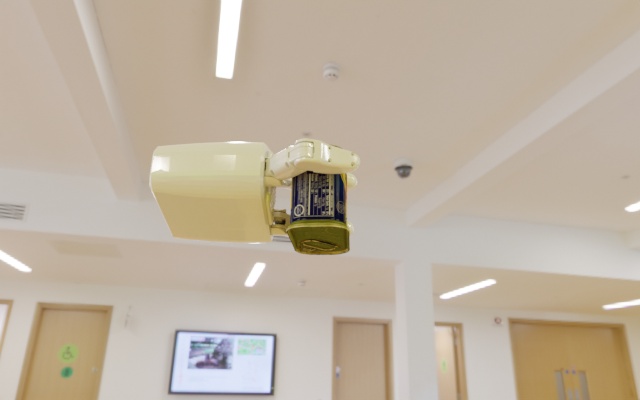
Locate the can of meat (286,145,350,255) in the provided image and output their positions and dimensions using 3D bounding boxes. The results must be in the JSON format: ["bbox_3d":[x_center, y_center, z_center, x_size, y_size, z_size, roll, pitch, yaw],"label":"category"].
[{"bbox_3d":[0.000,0.001,0.475,0.057,0.084,0.102,-1,-21,4],"label":"can of meat"}]
